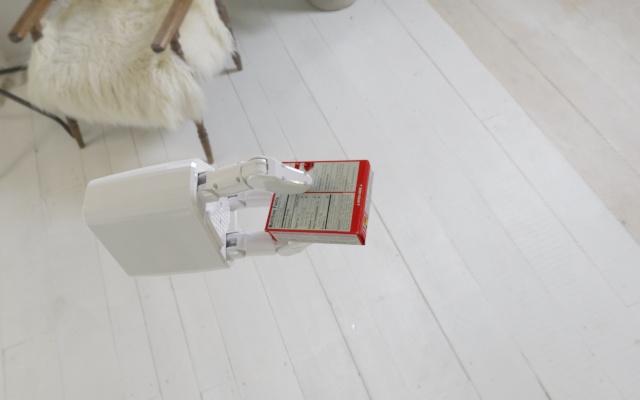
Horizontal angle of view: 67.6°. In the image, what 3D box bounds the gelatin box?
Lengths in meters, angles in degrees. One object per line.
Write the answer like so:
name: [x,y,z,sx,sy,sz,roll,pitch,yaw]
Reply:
gelatin box: [0.000,0.001,0.433,0.089,0.073,0.030,0,-28,20]
